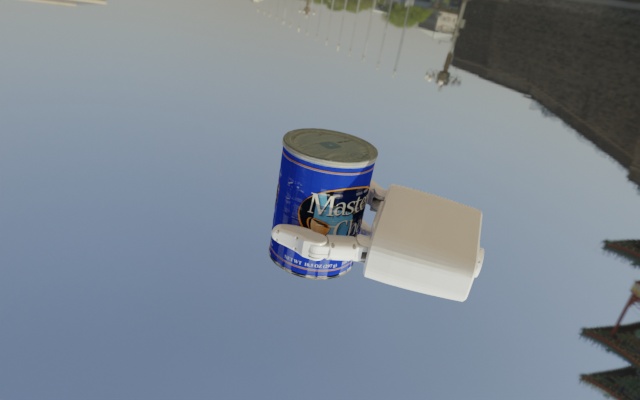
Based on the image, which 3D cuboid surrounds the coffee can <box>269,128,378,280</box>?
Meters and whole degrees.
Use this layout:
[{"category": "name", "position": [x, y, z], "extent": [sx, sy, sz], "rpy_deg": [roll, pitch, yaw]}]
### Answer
[{"category": "coffee can", "position": [0.000, 0.002, 0.537], "extent": [0.103, 0.140, 0.102], "rpy_deg": [8, 25, -4]}]
